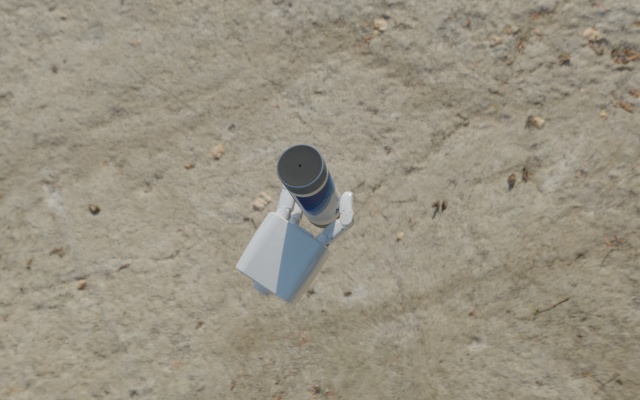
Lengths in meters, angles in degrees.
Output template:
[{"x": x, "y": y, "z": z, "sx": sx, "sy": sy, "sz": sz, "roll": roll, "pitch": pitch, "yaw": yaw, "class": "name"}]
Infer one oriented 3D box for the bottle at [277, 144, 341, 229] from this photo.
[{"x": 0.000, "y": 0.002, "z": 0.783, "sx": 0.069, "sy": 0.069, "sz": 0.296, "roll": 0, "pitch": -20, "yaw": 12, "class": "bottle"}]
